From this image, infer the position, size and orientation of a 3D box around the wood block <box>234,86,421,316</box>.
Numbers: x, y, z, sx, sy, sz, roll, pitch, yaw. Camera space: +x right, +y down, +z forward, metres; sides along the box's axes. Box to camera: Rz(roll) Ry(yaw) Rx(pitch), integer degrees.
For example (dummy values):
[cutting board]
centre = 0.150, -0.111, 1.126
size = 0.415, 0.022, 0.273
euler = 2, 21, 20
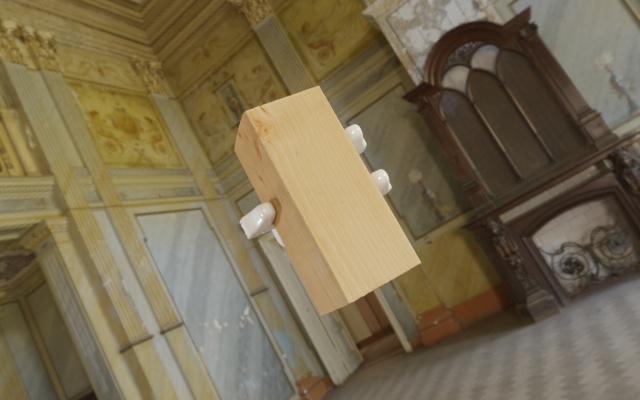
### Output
[wood block]
centre = 0.000, 0.002, 0.494
size = 0.091, 0.206, 0.090
euler = -25, -11, -23
